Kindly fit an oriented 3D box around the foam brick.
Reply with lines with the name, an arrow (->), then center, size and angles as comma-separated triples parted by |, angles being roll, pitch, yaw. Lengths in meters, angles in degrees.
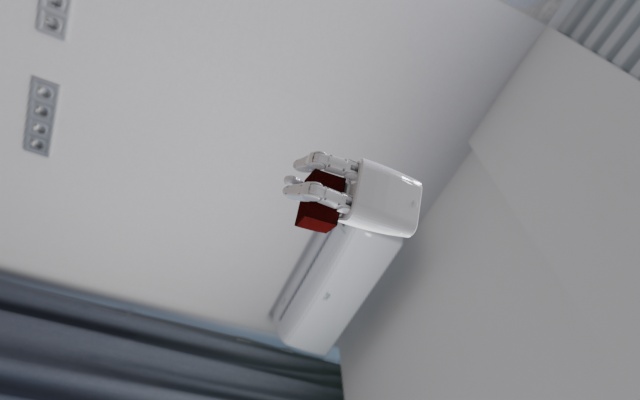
foam brick -> 0.000, 0.003, 0.704 | 0.051, 0.078, 0.053 | 18, -22, -14
